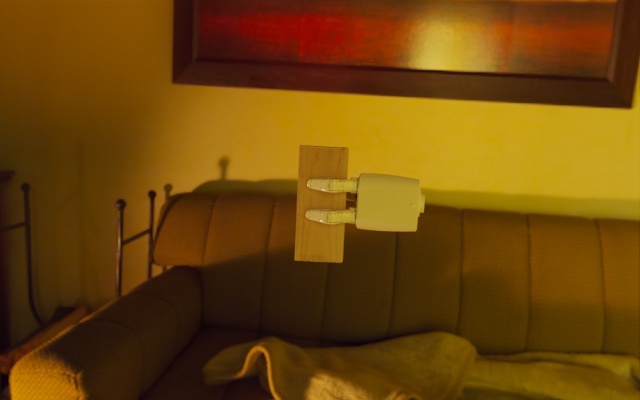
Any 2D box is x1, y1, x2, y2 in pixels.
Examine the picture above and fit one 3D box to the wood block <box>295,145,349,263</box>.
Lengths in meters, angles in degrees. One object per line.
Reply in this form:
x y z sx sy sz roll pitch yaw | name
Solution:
0.001 0.003 0.887 0.090 0.206 0.091 3 7 -1 | wood block
